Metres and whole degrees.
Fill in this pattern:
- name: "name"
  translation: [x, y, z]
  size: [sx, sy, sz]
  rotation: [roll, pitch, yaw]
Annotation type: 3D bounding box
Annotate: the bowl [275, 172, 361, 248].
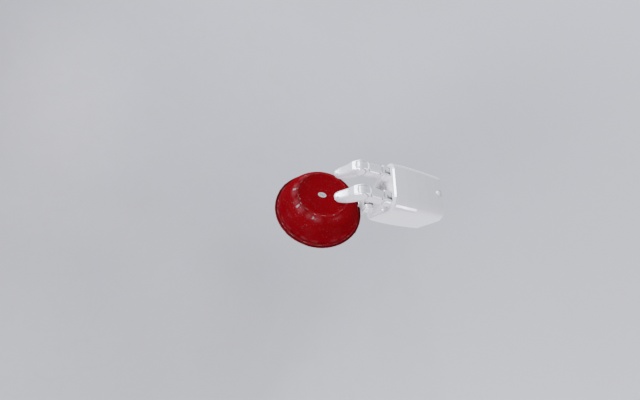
- name: "bowl"
  translation: [-0.001, 0.003, 0.862]
  size: [0.162, 0.162, 0.055]
  rotation: [0, -33, -11]
